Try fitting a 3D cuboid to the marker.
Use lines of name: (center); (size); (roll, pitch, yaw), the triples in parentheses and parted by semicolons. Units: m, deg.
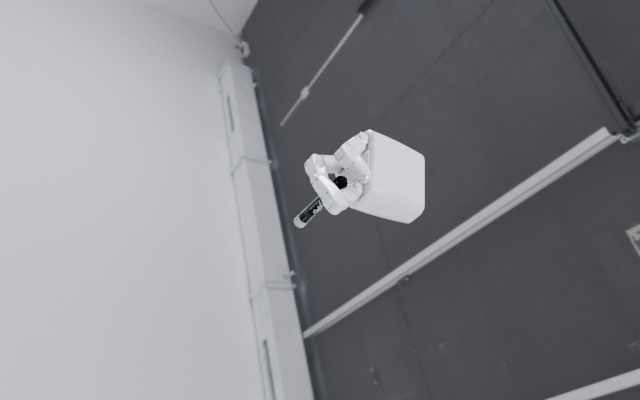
marker: (0.000, 0.002, 0.679); (0.020, 0.020, 0.121); (0, -31, -39)
